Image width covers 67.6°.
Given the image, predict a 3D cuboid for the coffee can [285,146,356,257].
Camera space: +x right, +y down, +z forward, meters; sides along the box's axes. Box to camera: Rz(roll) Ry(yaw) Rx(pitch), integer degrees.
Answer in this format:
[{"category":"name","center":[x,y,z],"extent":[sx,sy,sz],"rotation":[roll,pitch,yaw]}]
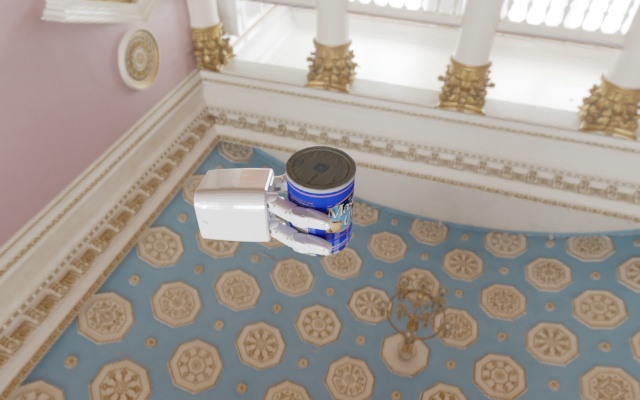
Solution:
[{"category":"coffee can","center":[0.000,0.002,0.736],"extent":[0.103,0.140,0.102],"rotation":[0,43,0]}]
